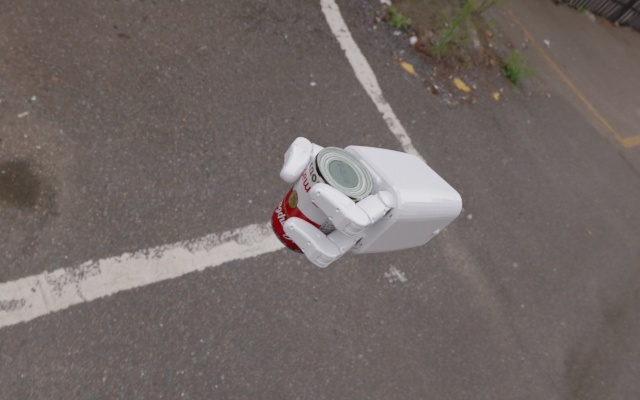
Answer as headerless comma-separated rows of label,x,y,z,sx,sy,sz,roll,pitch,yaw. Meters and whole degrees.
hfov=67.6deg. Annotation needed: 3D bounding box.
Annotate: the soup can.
soup can,0.000,0.001,0.500,0.068,0.068,0.102,0,-36,-38
